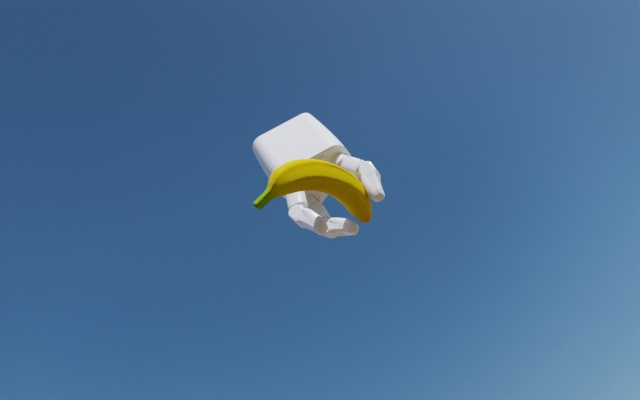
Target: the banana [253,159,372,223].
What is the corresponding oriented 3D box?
[{"bbox_3d":[0.006,-0.014,0.590,0.198,0.070,0.037,10,28,-43],"label":"banana"}]
